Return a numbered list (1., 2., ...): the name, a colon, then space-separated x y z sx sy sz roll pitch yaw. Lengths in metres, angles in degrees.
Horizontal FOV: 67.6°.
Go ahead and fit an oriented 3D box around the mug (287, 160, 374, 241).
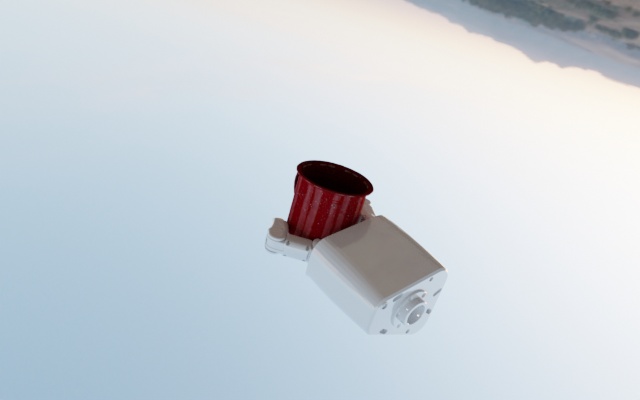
1. mug: -0.001 0.001 0.577 0.093 0.081 0.117 -3 31 -38
